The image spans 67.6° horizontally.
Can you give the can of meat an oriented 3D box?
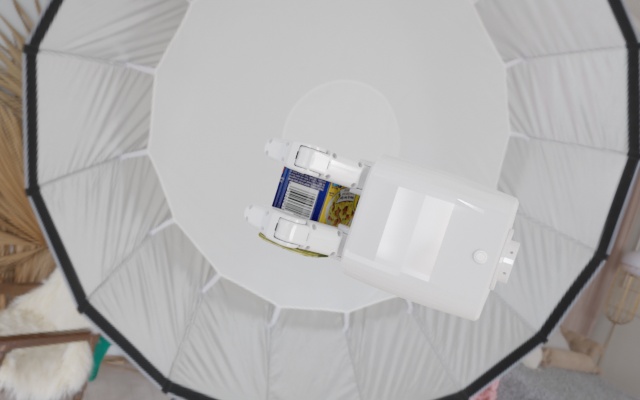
[{"bbox_3d":[0.000,0.001,0.423,0.057,0.084,0.102,20,4,26],"label":"can of meat"}]
